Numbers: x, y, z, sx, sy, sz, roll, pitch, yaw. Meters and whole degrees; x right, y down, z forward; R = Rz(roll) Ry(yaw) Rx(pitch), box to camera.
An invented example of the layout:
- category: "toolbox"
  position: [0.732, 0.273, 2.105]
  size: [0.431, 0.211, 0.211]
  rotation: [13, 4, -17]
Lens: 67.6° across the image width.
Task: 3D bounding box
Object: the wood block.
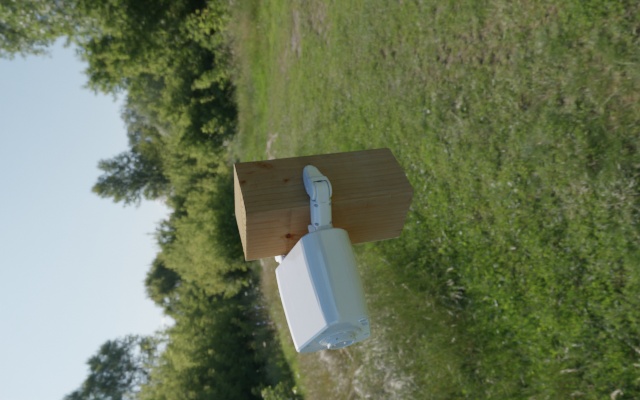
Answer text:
- category: "wood block"
  position: [0.000, 0.002, 0.610]
  size: [0.206, 0.091, 0.090]
  rotation: [-7, 46, -15]
